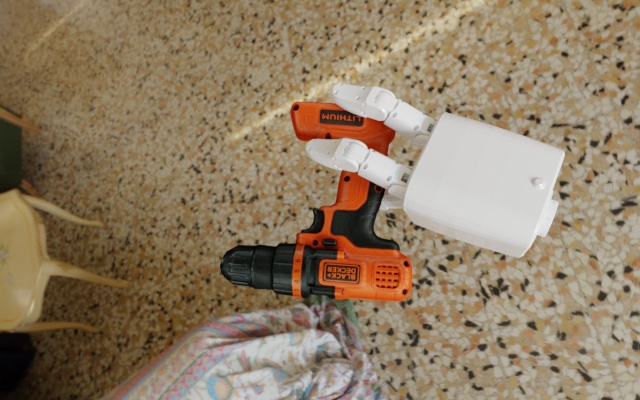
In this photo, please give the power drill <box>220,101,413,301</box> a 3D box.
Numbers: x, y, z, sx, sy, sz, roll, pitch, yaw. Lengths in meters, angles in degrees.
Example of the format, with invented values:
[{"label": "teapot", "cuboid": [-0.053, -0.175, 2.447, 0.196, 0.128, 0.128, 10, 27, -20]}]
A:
[{"label": "power drill", "cuboid": [0.000, 0.001, 0.467, 0.184, 0.187, 0.057, 4, -6, 3]}]
